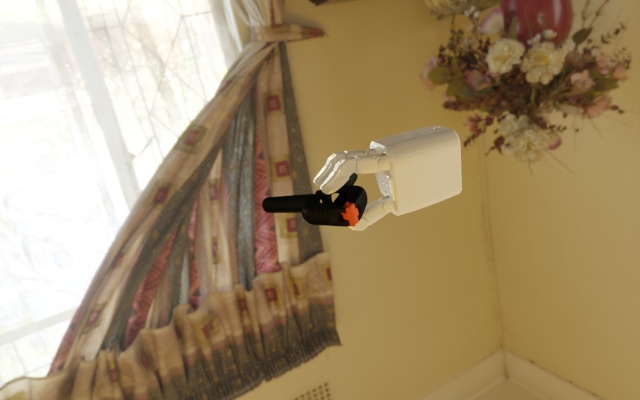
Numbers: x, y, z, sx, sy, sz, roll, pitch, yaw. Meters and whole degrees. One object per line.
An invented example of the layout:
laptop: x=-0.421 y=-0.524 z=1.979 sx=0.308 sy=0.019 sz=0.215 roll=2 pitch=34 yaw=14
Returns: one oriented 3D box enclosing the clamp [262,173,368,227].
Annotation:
clamp: x=0.001 y=0.003 z=0.693 sx=0.164 sy=0.036 sz=0.210 roll=-20 pitch=17 yaw=-6
